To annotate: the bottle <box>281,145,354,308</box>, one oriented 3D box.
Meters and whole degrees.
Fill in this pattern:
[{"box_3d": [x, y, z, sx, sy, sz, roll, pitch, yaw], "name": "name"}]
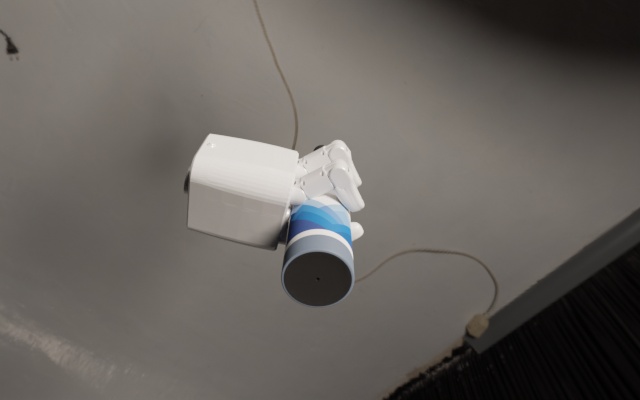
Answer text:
[{"box_3d": [0.000, 0.002, 0.559, 0.069, 0.069, 0.295, 0, 28, 1], "name": "bottle"}]
